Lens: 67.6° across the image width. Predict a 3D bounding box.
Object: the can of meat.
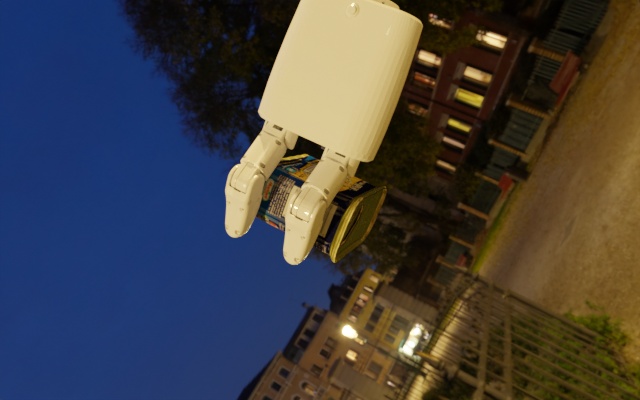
[{"bbox_3d":[0.000,0.001,0.412,0.084,0.057,0.102,26,18,16],"label":"can of meat"}]
